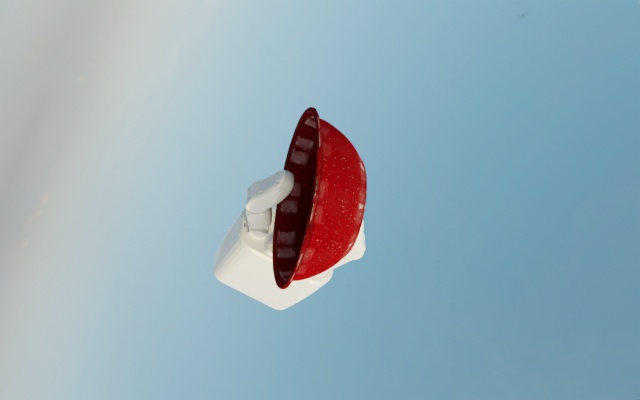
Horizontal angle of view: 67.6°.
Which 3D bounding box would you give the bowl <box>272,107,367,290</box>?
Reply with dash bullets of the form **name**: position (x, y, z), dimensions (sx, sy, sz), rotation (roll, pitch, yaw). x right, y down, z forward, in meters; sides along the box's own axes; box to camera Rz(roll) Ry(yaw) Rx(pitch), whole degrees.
- **bowl**: position (0.001, 0.001, 0.427), dimensions (0.055, 0.162, 0.162), rotation (9, -2, -14)
